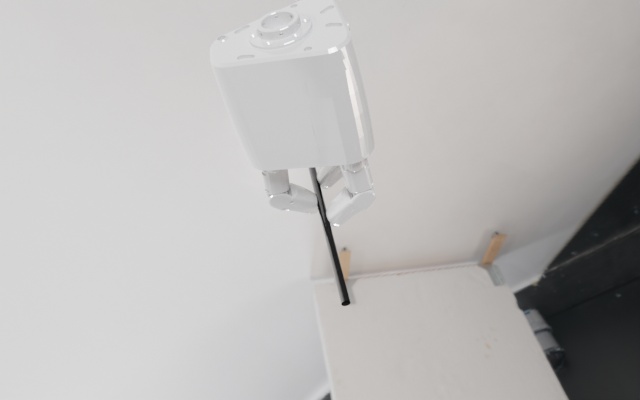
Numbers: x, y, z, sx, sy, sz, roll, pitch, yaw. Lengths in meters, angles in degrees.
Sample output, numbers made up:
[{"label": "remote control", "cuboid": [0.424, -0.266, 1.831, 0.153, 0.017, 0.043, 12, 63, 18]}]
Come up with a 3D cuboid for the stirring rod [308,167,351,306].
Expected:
[{"label": "stirring rod", "cuboid": [0.000, 0.001, 0.481, 0.011, 0.239, 0.011, -7, -44, -7]}]
